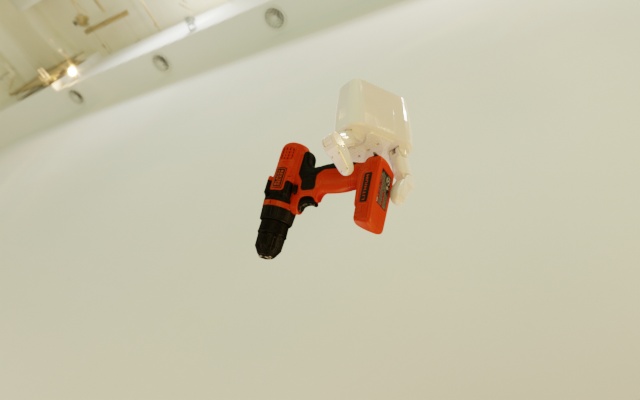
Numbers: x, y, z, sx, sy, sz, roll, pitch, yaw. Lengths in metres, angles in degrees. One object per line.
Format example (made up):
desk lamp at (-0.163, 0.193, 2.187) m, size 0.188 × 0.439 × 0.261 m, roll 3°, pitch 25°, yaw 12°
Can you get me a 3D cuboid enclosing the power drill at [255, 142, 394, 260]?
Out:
power drill at (0.001, 0.002, 0.677) m, size 0.187 × 0.184 × 0.057 m, roll 4°, pitch -20°, yaw 30°
